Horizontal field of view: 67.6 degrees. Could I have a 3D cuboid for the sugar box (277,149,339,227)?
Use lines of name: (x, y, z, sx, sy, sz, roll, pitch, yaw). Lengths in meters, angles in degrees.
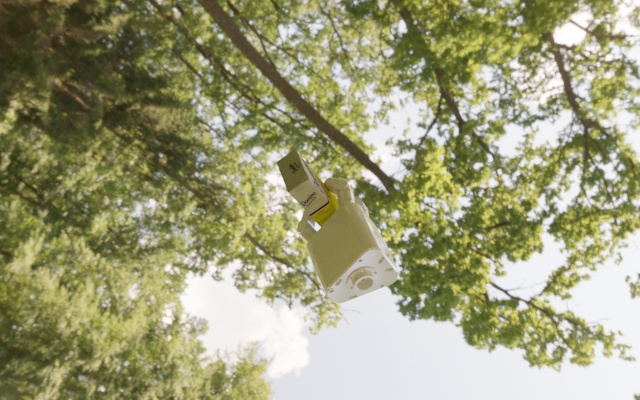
sugar box: (0.001, 0.002, 0.802, 0.048, 0.176, 0.093, -33, 39, 7)
